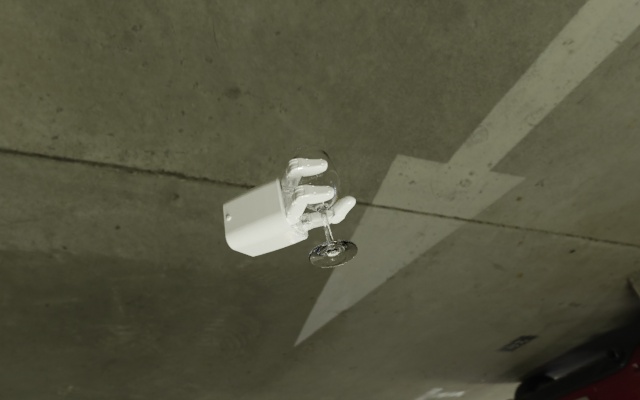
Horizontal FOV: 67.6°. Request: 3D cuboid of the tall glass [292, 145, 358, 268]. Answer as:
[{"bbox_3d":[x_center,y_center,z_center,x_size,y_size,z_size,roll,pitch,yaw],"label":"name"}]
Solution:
[{"bbox_3d":[0.000,0.003,0.766,0.079,0.201,0.079,-9,-37,-6],"label":"tall glass"}]
